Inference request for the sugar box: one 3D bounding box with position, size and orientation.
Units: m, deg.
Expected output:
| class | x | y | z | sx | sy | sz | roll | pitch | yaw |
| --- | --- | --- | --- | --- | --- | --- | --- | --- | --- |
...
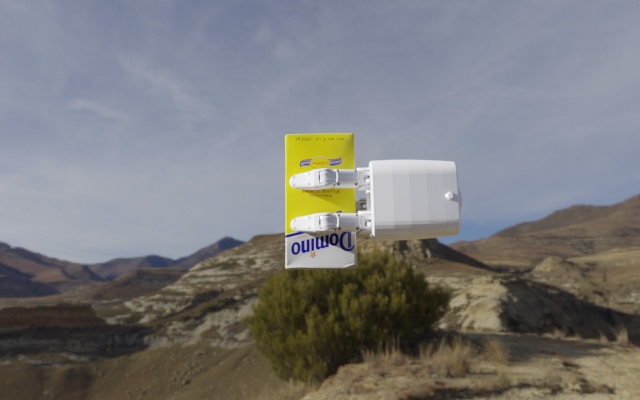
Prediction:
| class | x | y | z | sx | sy | sz | roll | pitch | yaw |
| --- | --- | --- | --- | --- | --- | --- | --- | --- | --- |
| sugar box | 0.000 | 0.002 | 0.630 | 0.093 | 0.176 | 0.048 | -2 | -9 | 2 |
